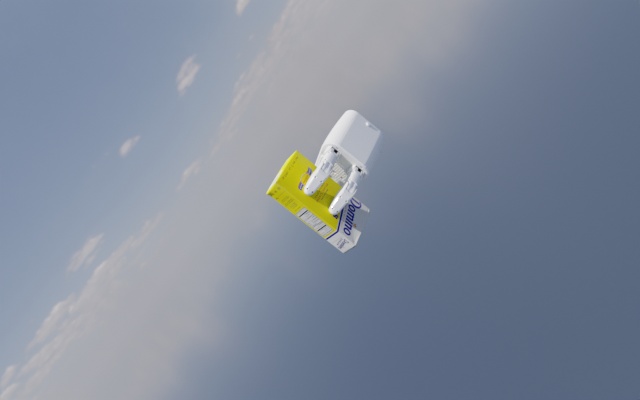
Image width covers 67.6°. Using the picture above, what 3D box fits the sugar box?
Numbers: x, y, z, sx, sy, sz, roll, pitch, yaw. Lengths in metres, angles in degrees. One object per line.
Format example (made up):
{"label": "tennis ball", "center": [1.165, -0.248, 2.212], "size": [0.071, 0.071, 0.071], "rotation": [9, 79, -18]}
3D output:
{"label": "sugar box", "center": [0.000, 0.002, 0.834], "size": [0.176, 0.093, 0.048], "rotation": [36, -41, -10]}
